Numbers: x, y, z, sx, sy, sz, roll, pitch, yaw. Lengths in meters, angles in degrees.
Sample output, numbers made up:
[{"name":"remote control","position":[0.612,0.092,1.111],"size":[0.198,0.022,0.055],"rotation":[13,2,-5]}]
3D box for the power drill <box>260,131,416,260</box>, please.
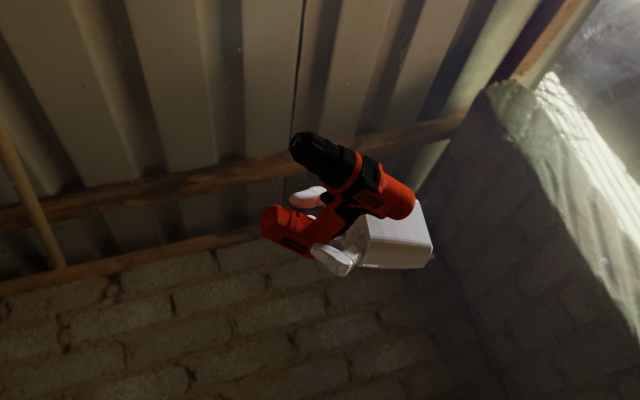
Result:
[{"name":"power drill","position":[0.000,0.002,0.624],"size":[0.184,0.057,0.188],"rotation":[29,-42,-25]}]
